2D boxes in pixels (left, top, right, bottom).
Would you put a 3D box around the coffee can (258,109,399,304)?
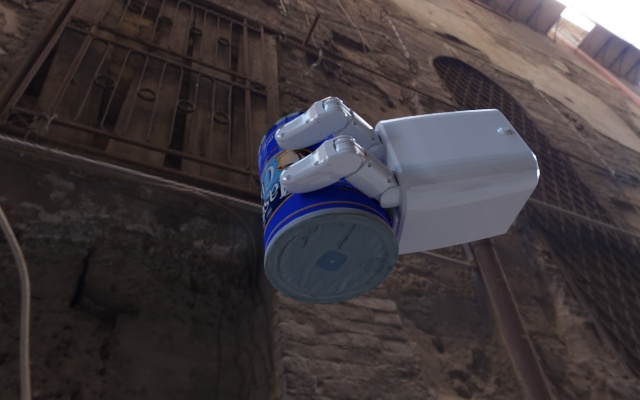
[{"bbox_3d":[0.000,0.002,0.411,0.103,0.103,0.140,0,41,-10],"label":"coffee can"}]
